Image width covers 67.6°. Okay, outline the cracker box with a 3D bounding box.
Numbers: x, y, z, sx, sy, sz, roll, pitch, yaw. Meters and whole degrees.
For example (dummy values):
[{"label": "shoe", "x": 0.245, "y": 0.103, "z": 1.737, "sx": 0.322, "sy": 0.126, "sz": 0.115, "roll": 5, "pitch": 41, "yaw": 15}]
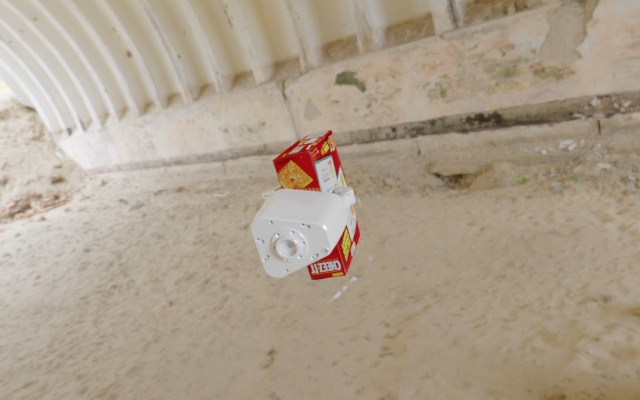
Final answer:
[{"label": "cracker box", "x": 0.000, "y": 0.002, "z": 0.820, "sx": 0.072, "sy": 0.214, "sz": 0.164, "roll": -11, "pitch": 17, "yaw": 17}]
